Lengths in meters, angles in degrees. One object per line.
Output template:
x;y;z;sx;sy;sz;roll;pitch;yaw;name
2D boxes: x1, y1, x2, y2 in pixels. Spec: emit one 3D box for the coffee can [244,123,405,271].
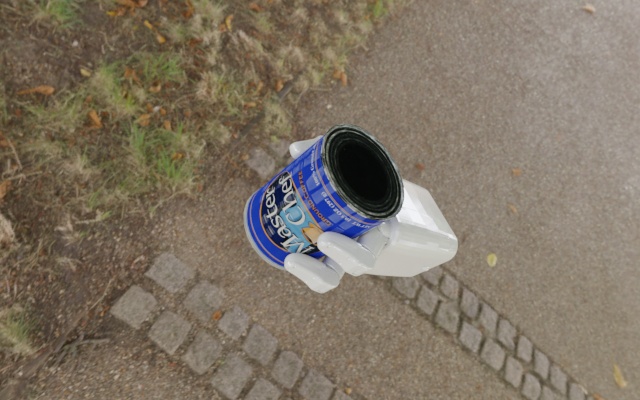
0.000;0.002;0.492;0.103;0.102;0.140;0;-25;-42;coffee can
